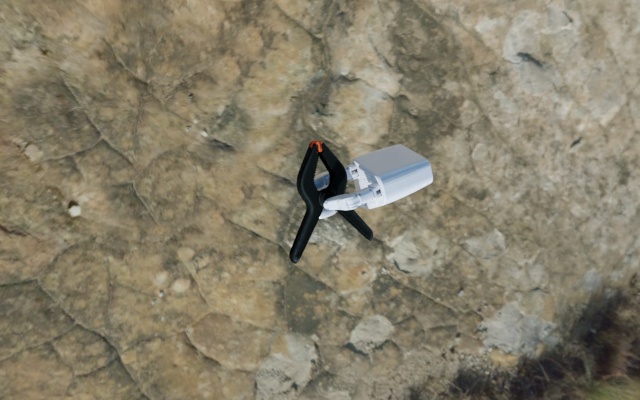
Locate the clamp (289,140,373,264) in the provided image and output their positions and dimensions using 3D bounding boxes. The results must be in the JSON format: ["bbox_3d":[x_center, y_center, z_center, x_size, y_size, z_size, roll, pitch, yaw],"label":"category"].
[{"bbox_3d":[0.001,0.002,0.832,0.164,0.210,0.036,-22,17,-21],"label":"clamp"}]
